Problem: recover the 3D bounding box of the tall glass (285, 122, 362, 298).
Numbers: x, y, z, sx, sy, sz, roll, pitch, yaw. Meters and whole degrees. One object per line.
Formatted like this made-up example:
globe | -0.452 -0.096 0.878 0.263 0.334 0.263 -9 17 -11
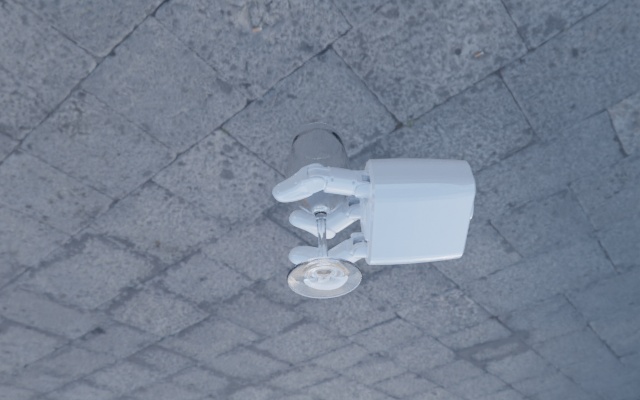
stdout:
tall glass | 0.000 0.002 0.530 0.079 0.200 0.079 -2 -40 -2
